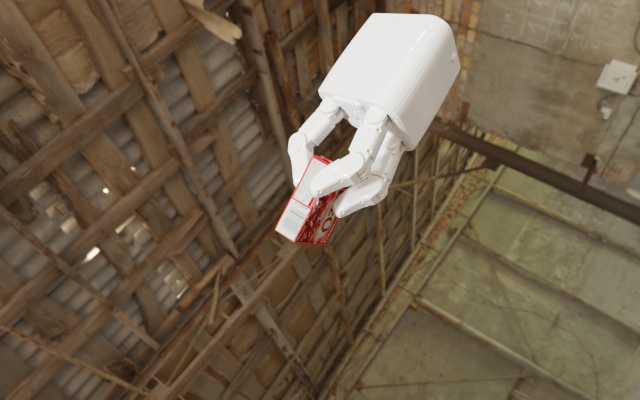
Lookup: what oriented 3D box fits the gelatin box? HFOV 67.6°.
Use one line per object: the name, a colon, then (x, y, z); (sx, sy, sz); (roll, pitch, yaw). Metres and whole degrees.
gelatin box: (0.000, 0.002, 0.503); (0.030, 0.089, 0.073); (31, 8, 26)
